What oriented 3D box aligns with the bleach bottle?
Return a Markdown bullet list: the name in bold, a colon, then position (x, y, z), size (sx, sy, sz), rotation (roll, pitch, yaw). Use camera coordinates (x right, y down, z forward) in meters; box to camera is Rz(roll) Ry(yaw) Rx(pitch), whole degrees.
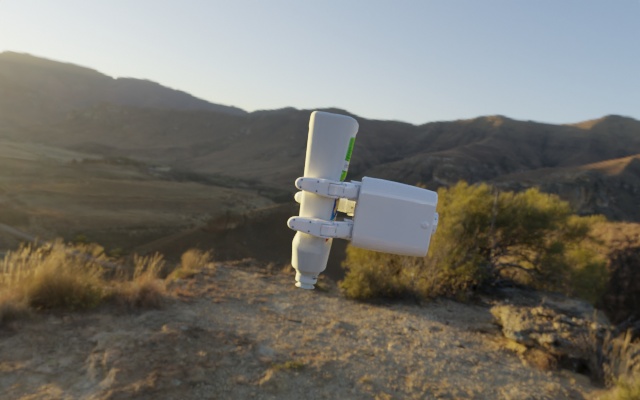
- **bleach bottle**: position (0.000, 0.002, 0.698), size (0.068, 0.251, 0.102), rotation (11, 5, 7)
